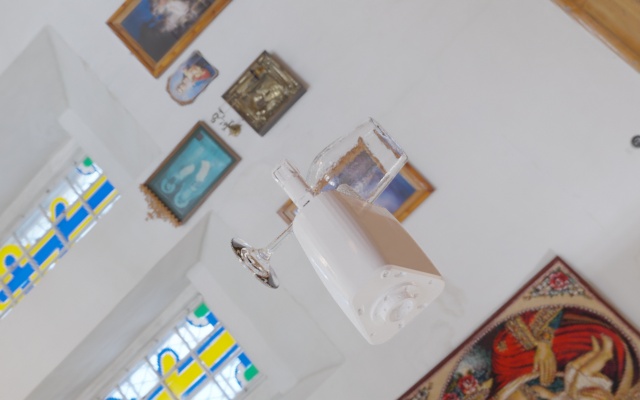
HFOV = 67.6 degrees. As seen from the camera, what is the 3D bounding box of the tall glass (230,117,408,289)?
[{"bbox_3d":[-0.001,0.002,0.515,0.201,0.079,0.079,-43,-5,6],"label":"tall glass"}]
